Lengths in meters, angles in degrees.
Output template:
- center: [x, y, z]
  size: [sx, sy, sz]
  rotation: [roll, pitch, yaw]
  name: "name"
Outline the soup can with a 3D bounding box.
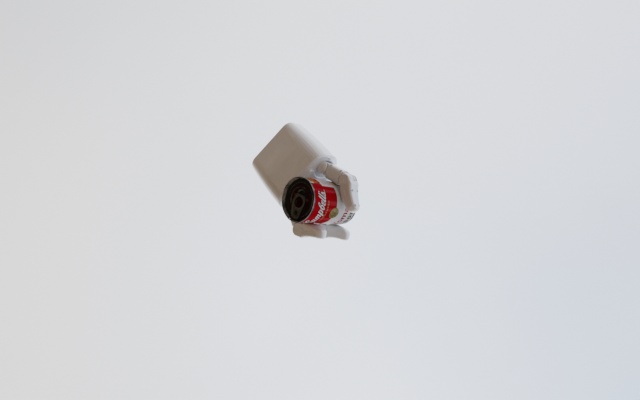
- center: [0.001, 0.003, 0.734]
  size: [0.068, 0.068, 0.102]
  rotation: [0, -4, 43]
  name: "soup can"
